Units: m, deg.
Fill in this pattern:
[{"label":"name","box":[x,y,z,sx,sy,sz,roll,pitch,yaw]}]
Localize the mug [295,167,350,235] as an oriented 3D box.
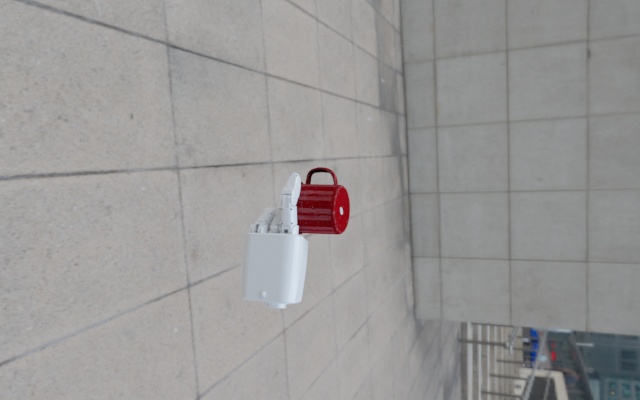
[{"label":"mug","box":[0.000,0.001,0.792,0.081,0.117,0.093,1,-10,22]}]
